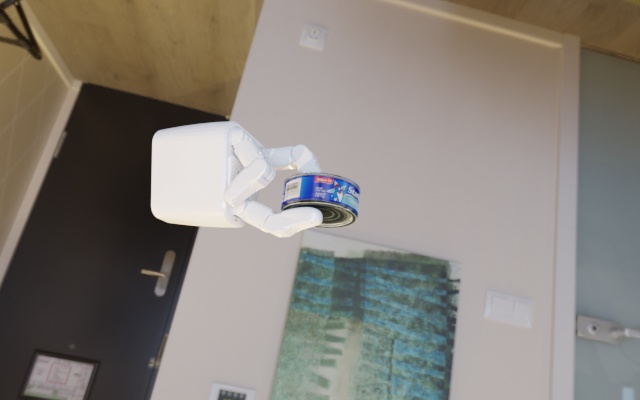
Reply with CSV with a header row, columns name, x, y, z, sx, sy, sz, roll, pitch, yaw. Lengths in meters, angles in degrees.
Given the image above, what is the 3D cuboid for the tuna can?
name,x,y,z,sx,sy,sz,roll,pitch,yaw
tuna can,0.000,0.002,0.523,0.086,0.033,0.086,5,-21,2
